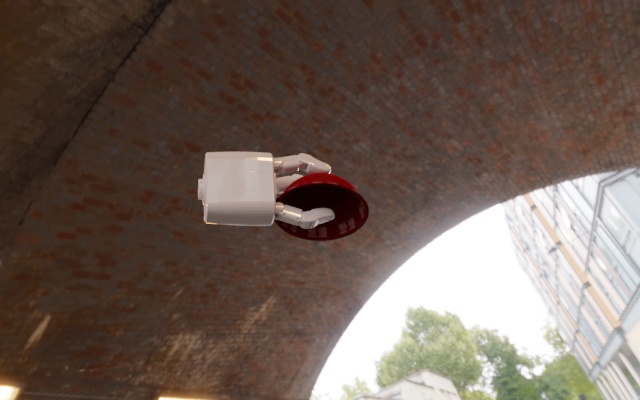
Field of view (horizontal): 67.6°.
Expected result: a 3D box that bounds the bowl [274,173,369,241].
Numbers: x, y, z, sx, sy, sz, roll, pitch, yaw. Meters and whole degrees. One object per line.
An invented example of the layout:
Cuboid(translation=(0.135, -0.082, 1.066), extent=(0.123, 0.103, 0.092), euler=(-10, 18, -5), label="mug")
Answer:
Cuboid(translation=(0.001, 0.003, 0.810), extent=(0.162, 0.055, 0.162), euler=(0, -38, 0), label="bowl")
